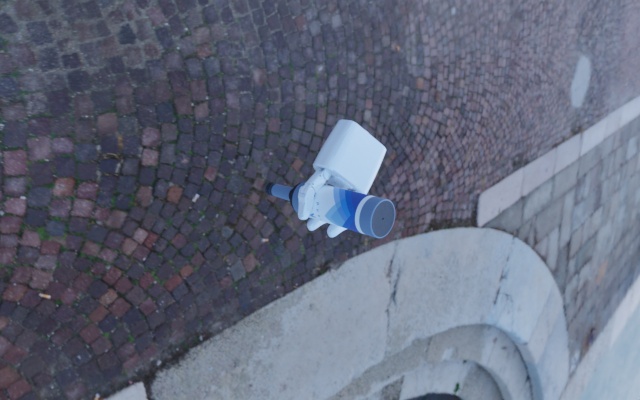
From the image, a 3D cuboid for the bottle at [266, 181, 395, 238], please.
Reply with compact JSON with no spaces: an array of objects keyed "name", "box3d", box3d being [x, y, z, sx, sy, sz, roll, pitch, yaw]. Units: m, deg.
[{"name":"bottle","box3d":[0.000,0.003,0.889,0.295,0.069,0.069,15,10,43]}]
